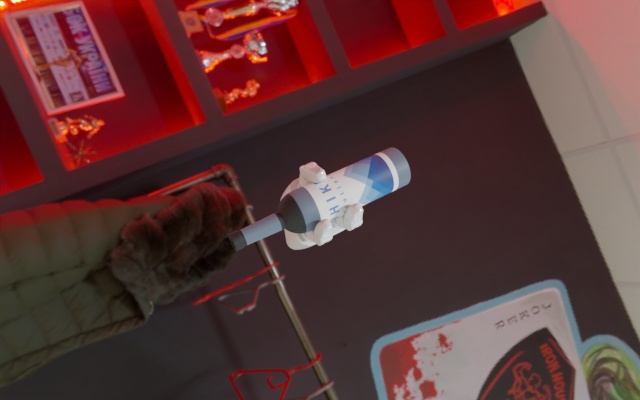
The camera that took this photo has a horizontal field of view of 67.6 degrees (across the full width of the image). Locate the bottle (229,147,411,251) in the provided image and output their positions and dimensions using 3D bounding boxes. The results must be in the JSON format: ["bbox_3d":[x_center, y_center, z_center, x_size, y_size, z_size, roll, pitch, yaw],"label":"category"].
[{"bbox_3d":[0.000,0.002,0.731,0.295,0.069,0.069,-25,8,-19],"label":"bottle"}]
